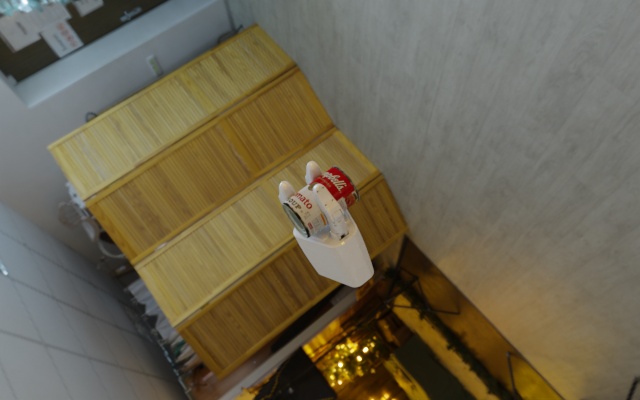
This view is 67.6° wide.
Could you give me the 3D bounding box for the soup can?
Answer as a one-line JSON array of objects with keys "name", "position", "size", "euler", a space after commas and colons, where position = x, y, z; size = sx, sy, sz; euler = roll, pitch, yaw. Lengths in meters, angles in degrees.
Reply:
[{"name": "soup can", "position": [0.000, 0.002, 0.737], "size": [0.102, 0.068, 0.068], "euler": [-36, 11, -15]}]
